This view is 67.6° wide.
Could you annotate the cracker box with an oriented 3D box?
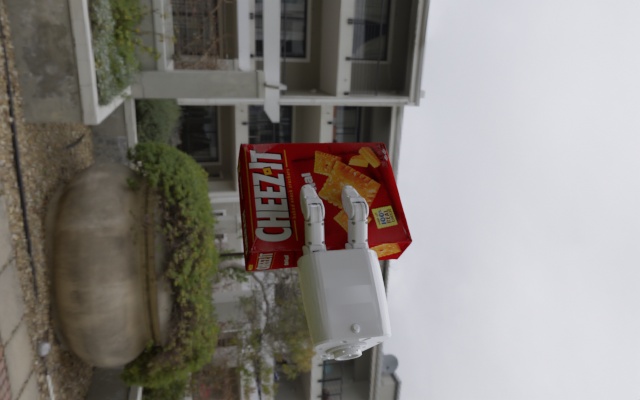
[{"bbox_3d":[0.000,0.002,0.653,0.214,0.164,0.072,-2,-29,-14],"label":"cracker box"}]
